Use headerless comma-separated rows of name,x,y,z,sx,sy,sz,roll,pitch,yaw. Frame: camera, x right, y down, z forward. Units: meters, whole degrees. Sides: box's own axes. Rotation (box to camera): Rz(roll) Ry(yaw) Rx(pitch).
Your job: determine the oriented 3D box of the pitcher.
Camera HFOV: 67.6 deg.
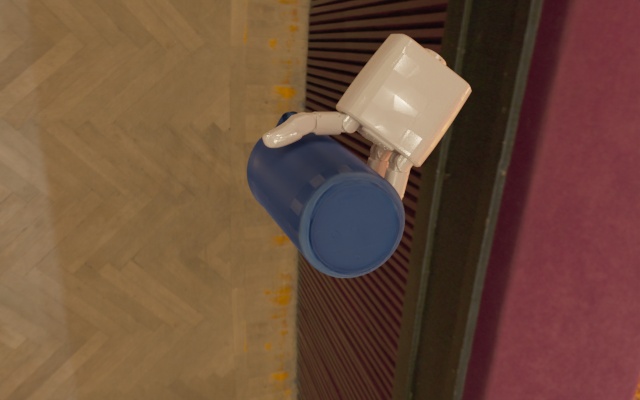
pitcher,0.000,0.002,0.554,0.149,0.145,0.242,36,4,-24
